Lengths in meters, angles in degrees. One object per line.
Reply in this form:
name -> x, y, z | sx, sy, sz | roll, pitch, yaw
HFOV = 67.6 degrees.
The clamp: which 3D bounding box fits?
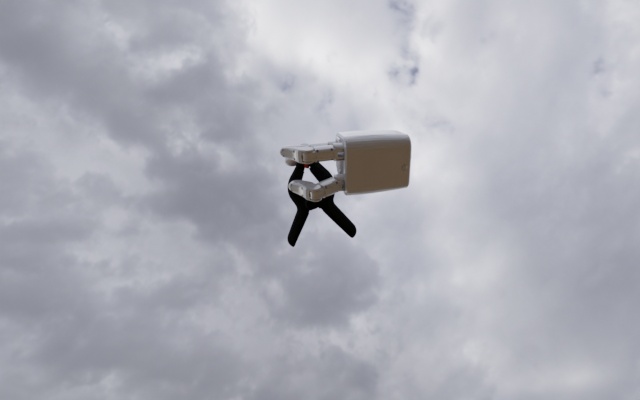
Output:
clamp -> 0.000, 0.002, 0.800 | 0.120, 0.172, 0.039 | -4, 30, -4
